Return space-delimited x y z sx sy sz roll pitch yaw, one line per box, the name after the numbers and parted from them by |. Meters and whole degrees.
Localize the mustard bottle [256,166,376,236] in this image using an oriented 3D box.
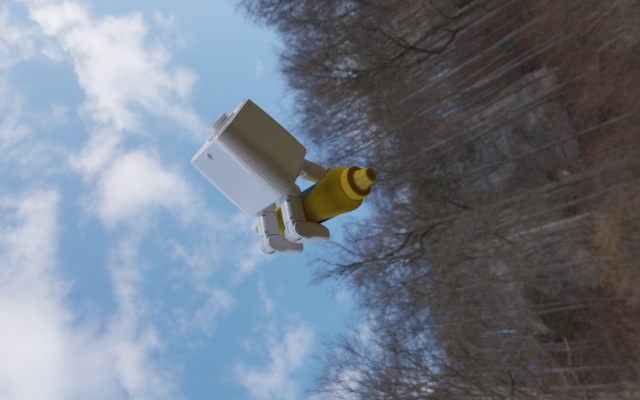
0.000 0.002 0.629 0.192 0.058 0.096 -30 0 44 | mustard bottle
